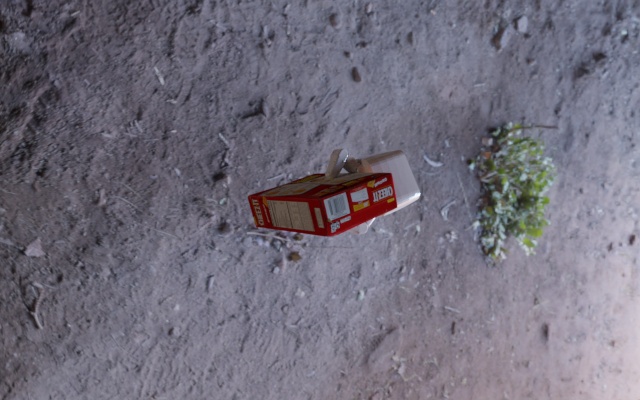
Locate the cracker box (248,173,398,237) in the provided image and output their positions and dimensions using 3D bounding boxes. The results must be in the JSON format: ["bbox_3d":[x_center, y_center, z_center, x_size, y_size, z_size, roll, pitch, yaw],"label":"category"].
[{"bbox_3d":[0.000,0.003,0.839,0.164,0.072,0.213,-20,14,-36],"label":"cracker box"}]
